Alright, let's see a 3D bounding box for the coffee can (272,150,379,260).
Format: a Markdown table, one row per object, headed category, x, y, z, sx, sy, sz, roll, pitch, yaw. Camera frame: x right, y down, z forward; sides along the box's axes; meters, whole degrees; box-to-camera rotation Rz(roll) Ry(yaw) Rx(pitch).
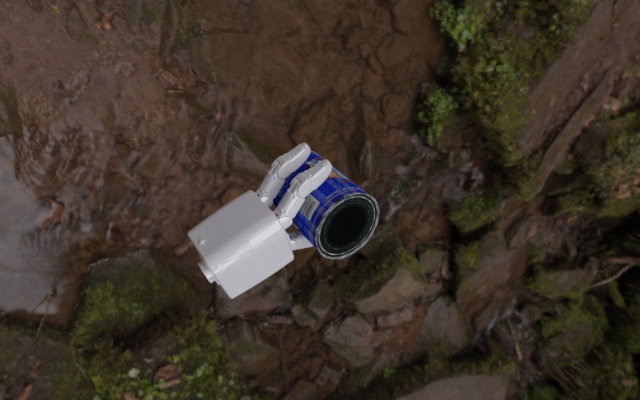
| category | x | y | z | sx | sy | sz | roll | pitch | yaw |
| --- | --- | --- | --- | --- | --- | --- | --- | --- | --- |
| coffee can | 0.000 | 0.002 | 0.676 | 0.103 | 0.103 | 0.140 | 0 | 28 | -37 |
